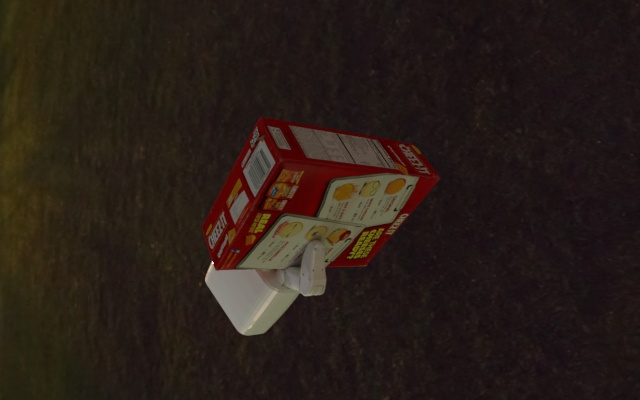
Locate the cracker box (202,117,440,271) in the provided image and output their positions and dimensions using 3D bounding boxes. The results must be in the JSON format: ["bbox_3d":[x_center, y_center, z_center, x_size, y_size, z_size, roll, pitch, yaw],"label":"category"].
[{"bbox_3d":[0.000,0.002,0.530,0.214,0.072,0.164,3,-45,-37],"label":"cracker box"}]
